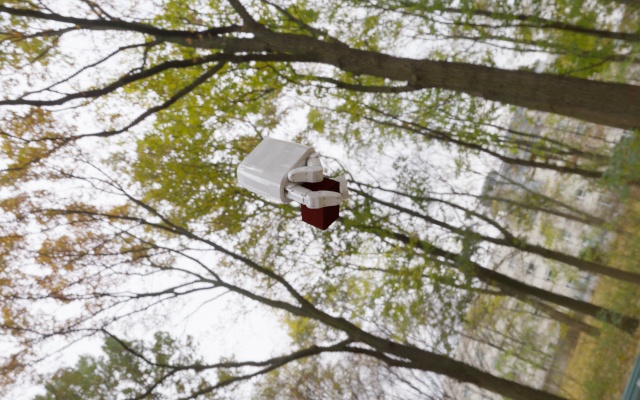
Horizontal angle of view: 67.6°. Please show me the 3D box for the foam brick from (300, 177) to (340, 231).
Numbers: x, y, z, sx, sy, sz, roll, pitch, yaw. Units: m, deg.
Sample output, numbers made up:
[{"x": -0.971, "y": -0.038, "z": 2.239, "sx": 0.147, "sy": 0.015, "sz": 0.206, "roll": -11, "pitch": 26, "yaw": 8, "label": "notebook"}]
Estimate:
[{"x": 0.000, "y": 0.003, "z": 0.852, "sx": 0.051, "sy": 0.078, "sz": 0.053, "roll": 18, "pitch": 36, "yaw": 28, "label": "foam brick"}]
